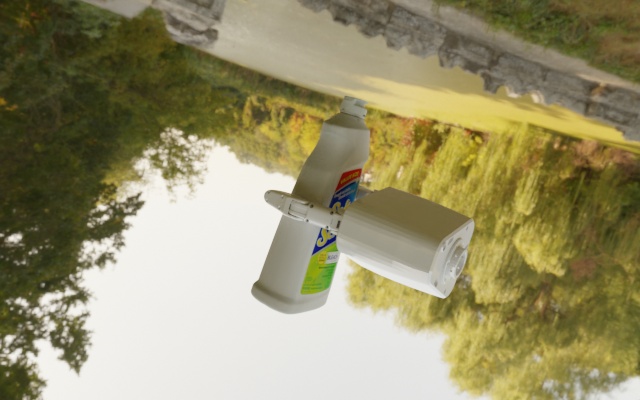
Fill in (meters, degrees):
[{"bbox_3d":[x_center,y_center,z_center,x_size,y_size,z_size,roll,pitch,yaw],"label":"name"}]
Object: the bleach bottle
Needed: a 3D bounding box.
[{"bbox_3d":[0.000,0.002,0.559,0.068,0.251,0.102,22,8,31],"label":"bleach bottle"}]
